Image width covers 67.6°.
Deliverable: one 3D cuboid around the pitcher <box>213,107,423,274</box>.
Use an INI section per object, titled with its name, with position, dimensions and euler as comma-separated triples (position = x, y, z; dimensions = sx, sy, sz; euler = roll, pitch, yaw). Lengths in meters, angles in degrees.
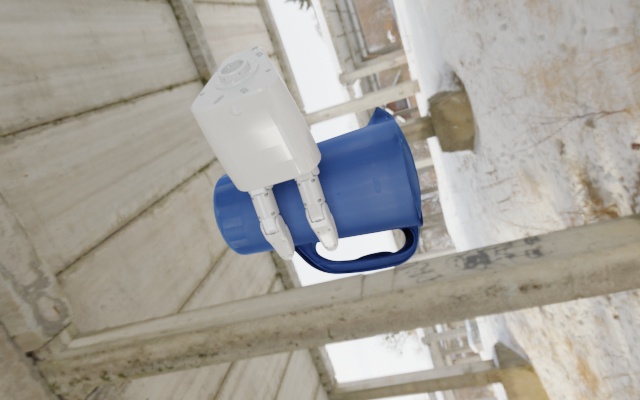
[pitcher]
position = 0.000, 0.002, 0.586
dimensions = 0.243, 0.145, 0.149
euler = -14, 41, 14
